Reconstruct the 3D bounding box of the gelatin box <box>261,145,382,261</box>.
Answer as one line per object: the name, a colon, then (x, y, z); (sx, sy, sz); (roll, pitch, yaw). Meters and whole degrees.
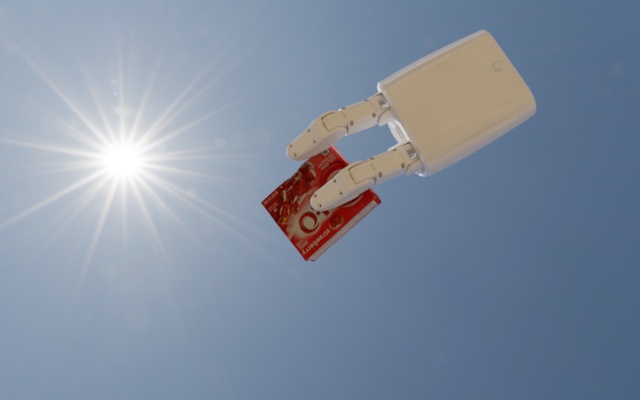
gelatin box: (0.000, 0.002, 0.449); (0.089, 0.073, 0.030); (-42, -19, 7)
